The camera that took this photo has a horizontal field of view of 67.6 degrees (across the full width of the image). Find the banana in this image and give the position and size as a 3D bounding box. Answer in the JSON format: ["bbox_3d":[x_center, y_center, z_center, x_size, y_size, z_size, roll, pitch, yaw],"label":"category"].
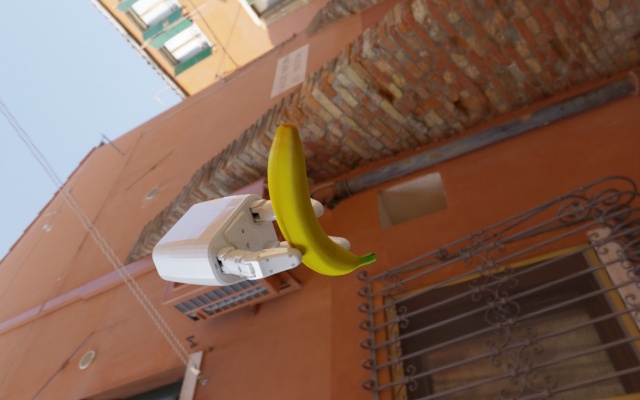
[{"bbox_3d":[-0.010,0.017,0.477,0.037,0.069,0.198,19,-31,47],"label":"banana"}]
